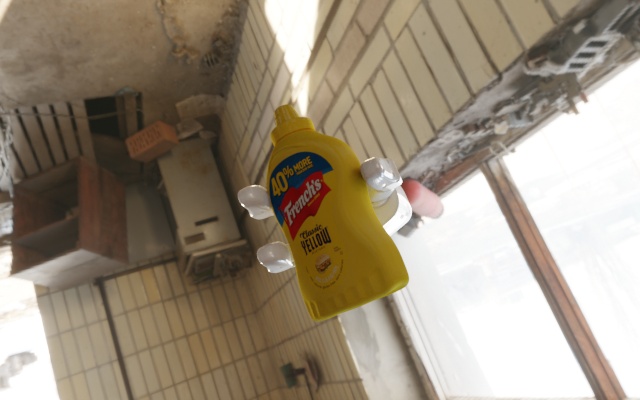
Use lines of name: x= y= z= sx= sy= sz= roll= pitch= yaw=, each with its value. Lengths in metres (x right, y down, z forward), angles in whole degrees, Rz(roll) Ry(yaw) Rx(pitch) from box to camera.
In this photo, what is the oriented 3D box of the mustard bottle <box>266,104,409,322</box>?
mustard bottle: x=0.000 y=0.002 z=0.421 sx=0.058 sy=0.191 sz=0.096 roll=-6 pitch=-21 yaw=-48
